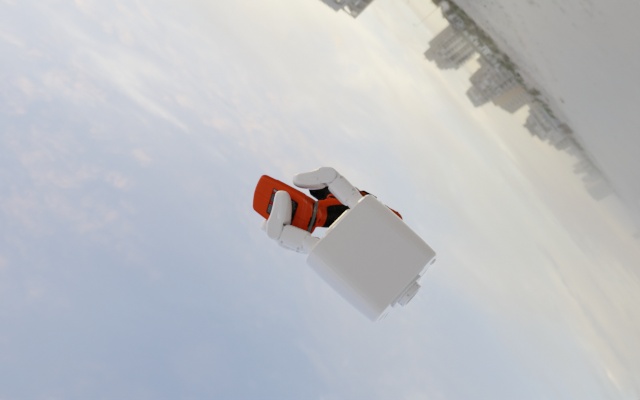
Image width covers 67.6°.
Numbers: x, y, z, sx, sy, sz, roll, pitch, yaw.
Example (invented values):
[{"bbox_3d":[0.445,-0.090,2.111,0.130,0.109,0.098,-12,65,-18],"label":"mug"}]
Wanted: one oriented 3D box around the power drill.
[{"bbox_3d":[0.000,0.002,0.676,0.187,0.057,0.184,1,20,-46],"label":"power drill"}]
